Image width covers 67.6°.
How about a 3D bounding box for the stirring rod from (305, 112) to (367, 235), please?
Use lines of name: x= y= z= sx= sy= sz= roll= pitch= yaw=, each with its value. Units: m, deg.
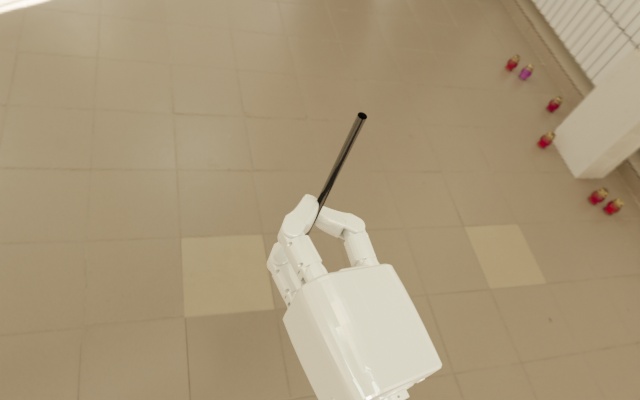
stirring rod: x=0.000 y=0.002 z=0.470 sx=0.011 sy=0.011 sz=0.240 roll=0 pitch=-35 yaw=-19
